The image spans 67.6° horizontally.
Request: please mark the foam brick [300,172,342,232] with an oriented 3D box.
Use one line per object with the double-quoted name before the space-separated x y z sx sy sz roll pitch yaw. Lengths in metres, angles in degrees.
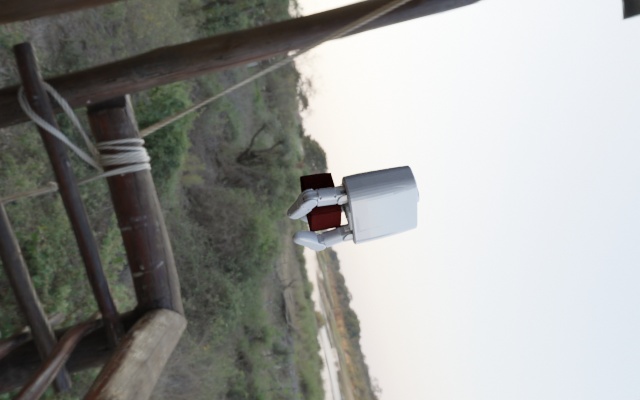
"foam brick" 0.000 0.002 0.761 0.051 0.078 0.053 -11 -33 -6
